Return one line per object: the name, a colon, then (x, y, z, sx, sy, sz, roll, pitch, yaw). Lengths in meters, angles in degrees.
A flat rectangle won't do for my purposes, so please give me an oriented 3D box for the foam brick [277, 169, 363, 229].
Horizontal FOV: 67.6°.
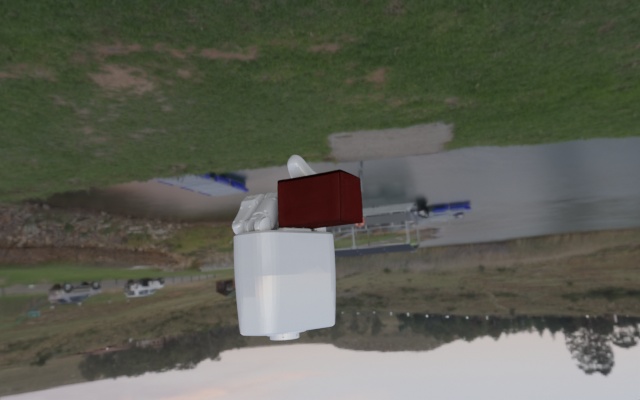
foam brick: (0.000, 0.002, 0.510, 0.078, 0.051, 0.053, -9, -11, 30)
